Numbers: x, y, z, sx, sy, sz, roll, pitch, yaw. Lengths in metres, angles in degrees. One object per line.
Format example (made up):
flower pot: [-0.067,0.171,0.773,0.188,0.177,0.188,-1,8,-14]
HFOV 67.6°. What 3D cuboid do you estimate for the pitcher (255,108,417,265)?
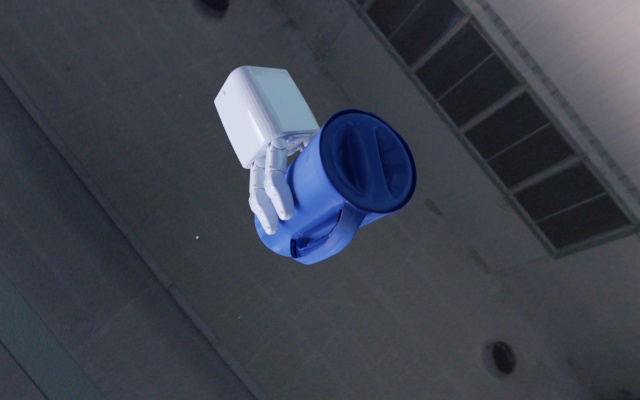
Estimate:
pitcher: [0.000,0.002,0.631,0.149,0.145,0.243,-21,-10,-35]
